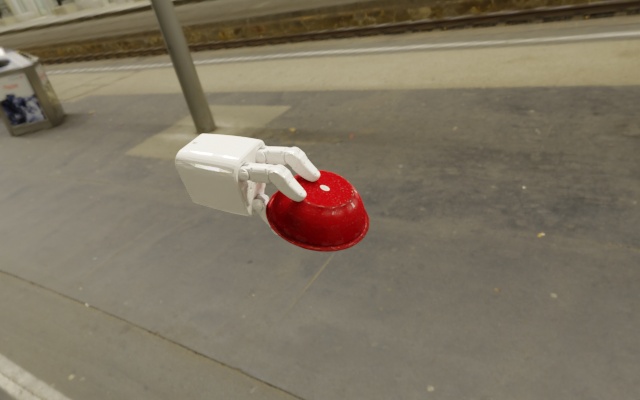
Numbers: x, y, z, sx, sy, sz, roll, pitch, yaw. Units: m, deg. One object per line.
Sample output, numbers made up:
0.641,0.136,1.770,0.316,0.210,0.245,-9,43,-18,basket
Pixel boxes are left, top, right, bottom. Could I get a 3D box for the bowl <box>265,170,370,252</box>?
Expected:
0.001,0.002,0.720,0.162,0.055,0.162,7,38,-6,bowl
